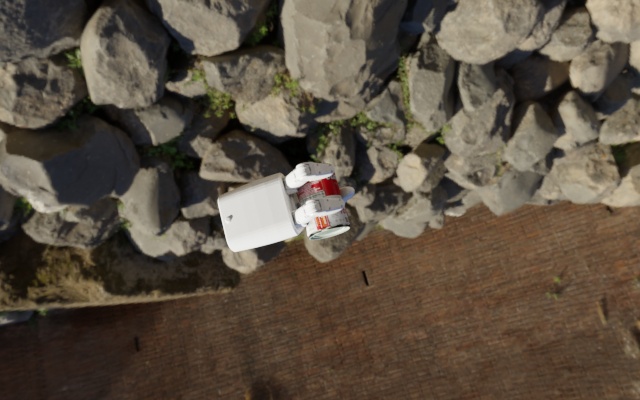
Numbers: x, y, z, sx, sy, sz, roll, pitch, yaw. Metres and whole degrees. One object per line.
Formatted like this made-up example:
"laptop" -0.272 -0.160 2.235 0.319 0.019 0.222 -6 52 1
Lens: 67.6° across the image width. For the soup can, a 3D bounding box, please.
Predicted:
"soup can" 0.001 0.003 0.731 0.068 0.102 0.068 -15 -14 -4
